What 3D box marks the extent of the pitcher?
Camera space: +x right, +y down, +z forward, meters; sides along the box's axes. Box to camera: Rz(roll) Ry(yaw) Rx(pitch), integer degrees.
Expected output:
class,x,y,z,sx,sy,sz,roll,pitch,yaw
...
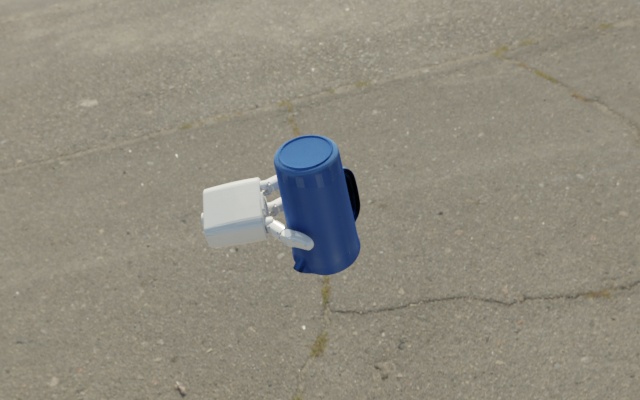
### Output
class,x,y,z,sx,sy,sz,roll,pitch,yaw
pitcher,0.000,0.003,0.852,0.145,0.243,0.149,-9,42,3
